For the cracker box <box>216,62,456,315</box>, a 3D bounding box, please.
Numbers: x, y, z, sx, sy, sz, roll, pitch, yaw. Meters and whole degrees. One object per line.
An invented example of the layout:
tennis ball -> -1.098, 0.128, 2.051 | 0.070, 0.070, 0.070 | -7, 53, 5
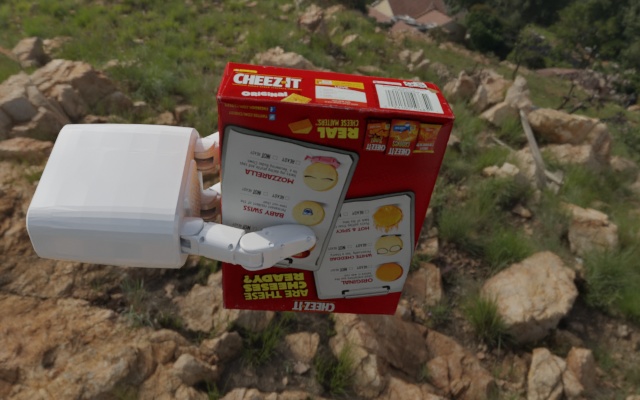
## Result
cracker box -> 0.000, 0.001, 0.405 | 0.164, 0.214, 0.072 | 4, 38, -5
